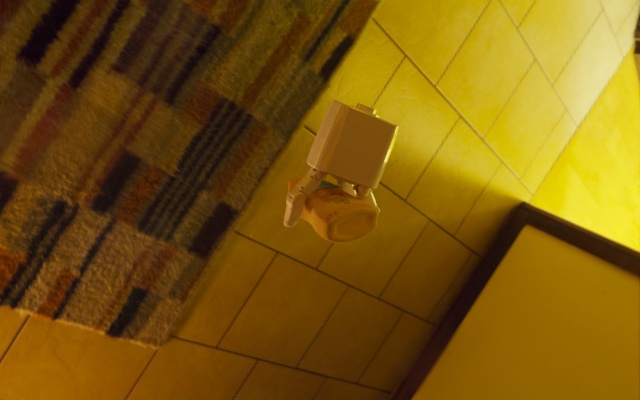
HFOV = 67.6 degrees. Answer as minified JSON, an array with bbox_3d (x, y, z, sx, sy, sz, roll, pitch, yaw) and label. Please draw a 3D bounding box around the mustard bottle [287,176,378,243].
[{"bbox_3d":[0.000,0.003,0.778,0.096,0.058,0.191,-14,29,-29],"label":"mustard bottle"}]
